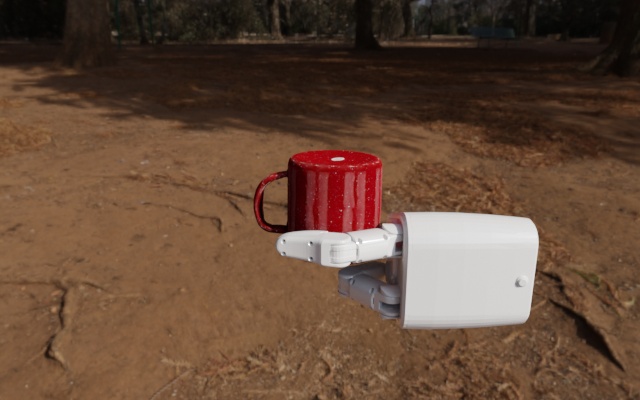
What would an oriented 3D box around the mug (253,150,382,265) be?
[{"bbox_3d":[-0.001,0.001,0.419,0.117,0.081,0.093,1,15,-1],"label":"mug"}]
